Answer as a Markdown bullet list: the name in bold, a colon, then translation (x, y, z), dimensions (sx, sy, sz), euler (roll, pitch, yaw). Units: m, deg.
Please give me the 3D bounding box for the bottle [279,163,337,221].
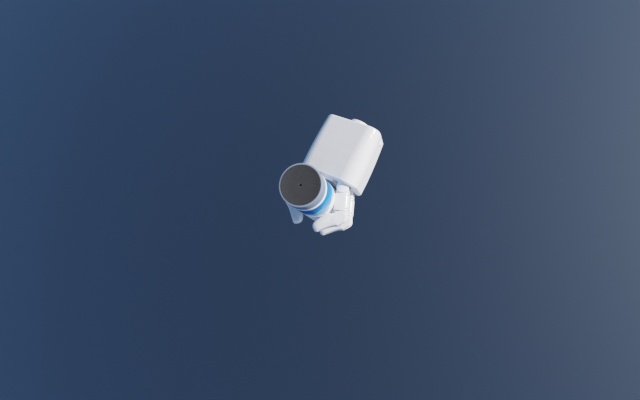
- **bottle**: translation (0.000, 0.003, 0.838), dimensions (0.069, 0.069, 0.296), euler (0, -10, 12)
